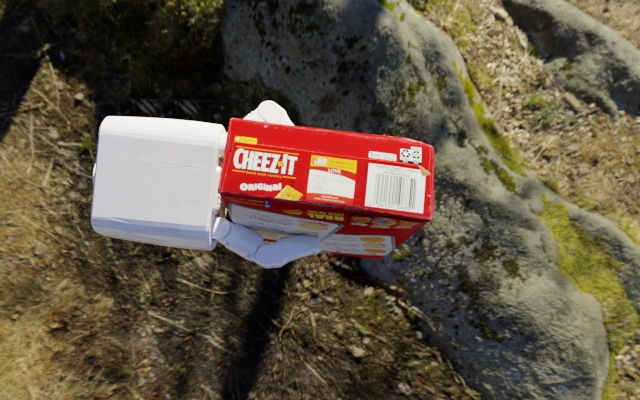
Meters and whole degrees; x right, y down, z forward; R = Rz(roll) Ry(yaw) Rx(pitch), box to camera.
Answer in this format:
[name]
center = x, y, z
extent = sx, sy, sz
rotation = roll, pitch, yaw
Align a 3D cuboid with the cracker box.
[cracker box]
center = 0.000, 0.002, 0.462
extent = 0.164, 0.072, 0.214
rotation = 7, -15, -2
